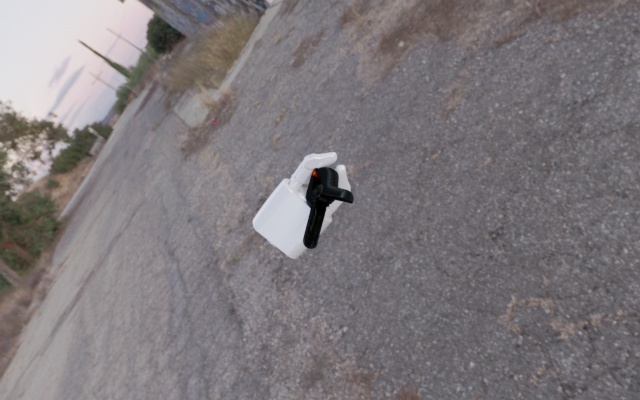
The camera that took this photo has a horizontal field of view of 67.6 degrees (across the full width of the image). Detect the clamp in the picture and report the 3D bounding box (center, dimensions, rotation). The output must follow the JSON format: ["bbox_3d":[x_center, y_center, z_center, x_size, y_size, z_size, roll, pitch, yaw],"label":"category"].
[{"bbox_3d":[0.000,0.002,0.813,0.039,0.120,0.171,35,15,-22],"label":"clamp"}]
